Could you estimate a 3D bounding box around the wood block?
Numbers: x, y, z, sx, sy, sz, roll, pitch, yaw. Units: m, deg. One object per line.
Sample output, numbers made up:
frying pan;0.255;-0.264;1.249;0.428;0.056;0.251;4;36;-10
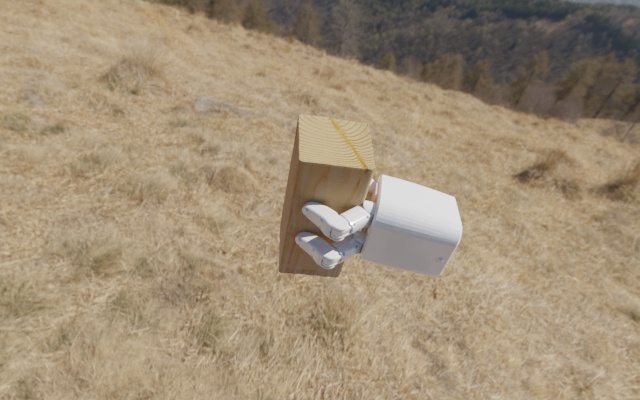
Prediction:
wood block;0.001;0.002;0.627;0.090;0.090;0.206;6;-46;-8
